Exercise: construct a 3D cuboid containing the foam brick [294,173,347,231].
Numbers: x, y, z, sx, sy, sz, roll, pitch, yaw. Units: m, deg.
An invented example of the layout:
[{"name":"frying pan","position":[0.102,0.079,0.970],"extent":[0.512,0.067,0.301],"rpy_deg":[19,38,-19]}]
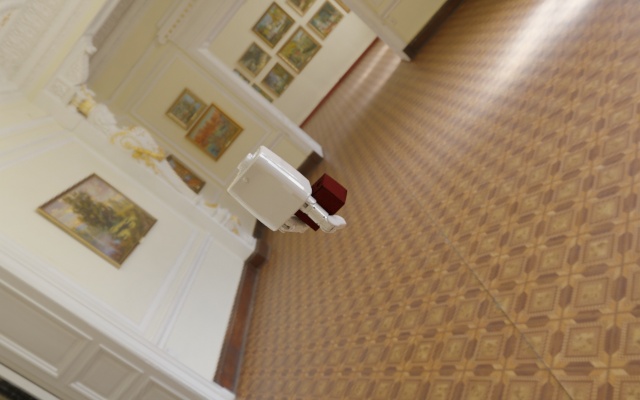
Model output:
[{"name":"foam brick","position":[0.000,0.002,0.813],"extent":[0.051,0.078,0.053],"rpy_deg":[40,24,-13]}]
